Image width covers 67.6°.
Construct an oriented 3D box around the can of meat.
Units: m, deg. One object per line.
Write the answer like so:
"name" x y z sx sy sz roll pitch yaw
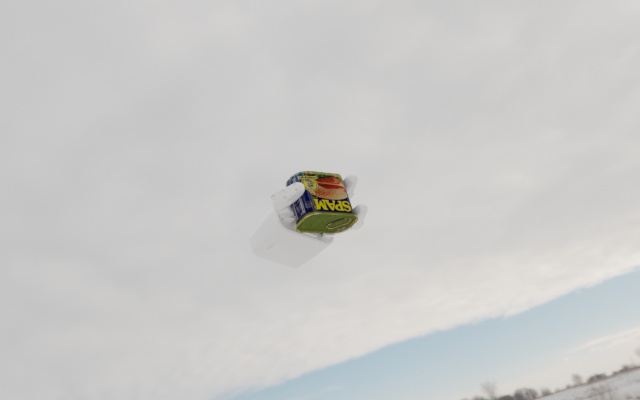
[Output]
"can of meat" 0.000 0.002 0.764 0.102 0.084 0.057 4 -35 -35
